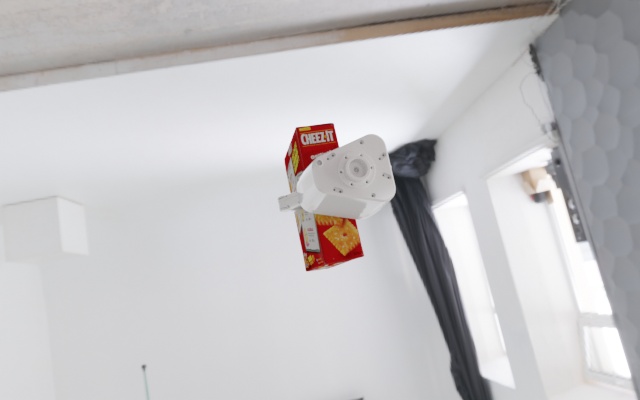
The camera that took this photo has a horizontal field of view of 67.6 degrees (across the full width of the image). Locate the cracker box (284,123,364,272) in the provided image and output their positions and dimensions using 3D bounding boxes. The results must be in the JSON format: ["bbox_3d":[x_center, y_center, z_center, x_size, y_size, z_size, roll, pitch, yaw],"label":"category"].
[{"bbox_3d":[0.000,0.003,0.787,0.072,0.213,0.164,-9,-10,-13],"label":"cracker box"}]
